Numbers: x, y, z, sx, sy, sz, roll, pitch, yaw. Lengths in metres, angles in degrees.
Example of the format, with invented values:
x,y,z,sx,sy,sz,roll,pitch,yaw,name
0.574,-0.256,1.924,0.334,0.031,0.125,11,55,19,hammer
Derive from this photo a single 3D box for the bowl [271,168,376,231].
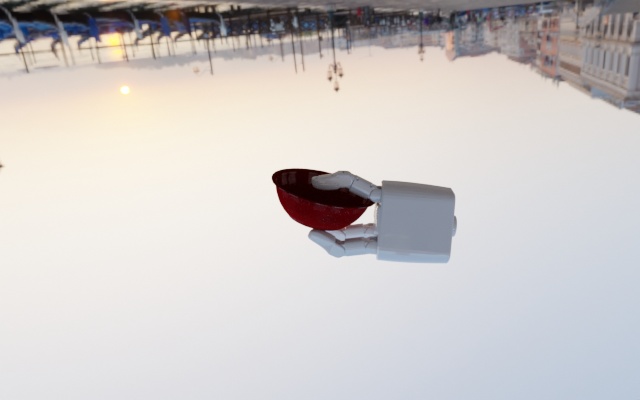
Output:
x,y,z,sx,sy,sz,roll,pitch,yaw,name
-0.001,0.002,0.726,0.162,0.055,0.162,12,19,-4,bowl
